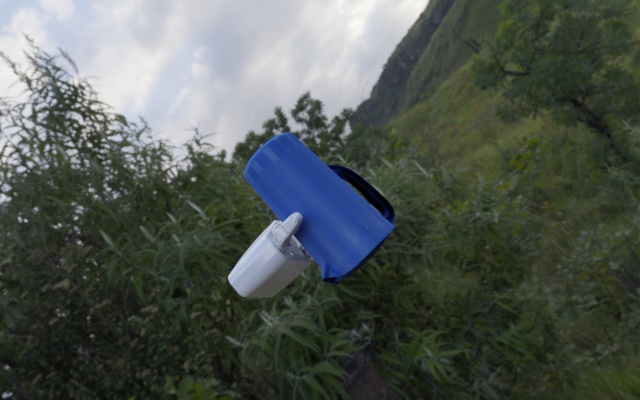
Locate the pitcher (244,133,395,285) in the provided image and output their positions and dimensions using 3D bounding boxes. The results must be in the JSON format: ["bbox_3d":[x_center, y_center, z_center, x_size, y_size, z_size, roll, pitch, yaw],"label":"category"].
[{"bbox_3d":[0.000,0.003,0.779,0.145,0.243,0.149,-46,-8,13],"label":"pitcher"}]
